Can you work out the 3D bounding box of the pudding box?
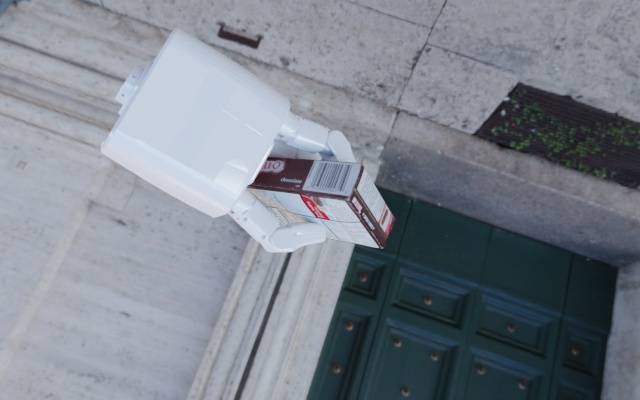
[{"bbox_3d":[0.000,0.002,0.439,0.113,0.039,0.090,9,-26,33],"label":"pudding box"}]
